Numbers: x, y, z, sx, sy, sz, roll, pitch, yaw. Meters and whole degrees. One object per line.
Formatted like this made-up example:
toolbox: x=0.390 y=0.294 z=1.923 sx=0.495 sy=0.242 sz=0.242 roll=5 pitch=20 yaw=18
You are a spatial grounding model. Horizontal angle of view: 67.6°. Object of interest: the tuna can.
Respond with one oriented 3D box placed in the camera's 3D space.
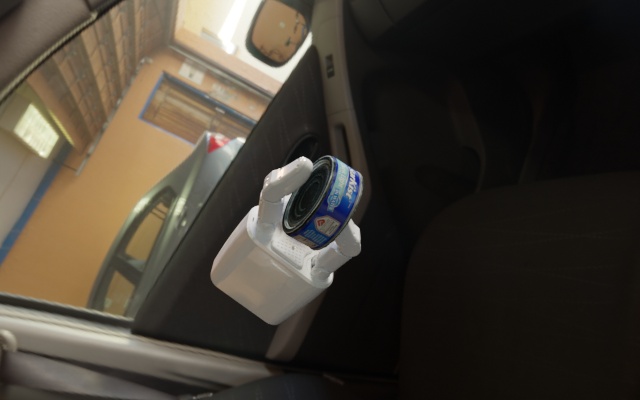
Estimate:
tuna can: x=0.000 y=0.001 z=0.447 sx=0.034 sy=0.086 sz=0.086 roll=31 pitch=-12 yaw=-20
